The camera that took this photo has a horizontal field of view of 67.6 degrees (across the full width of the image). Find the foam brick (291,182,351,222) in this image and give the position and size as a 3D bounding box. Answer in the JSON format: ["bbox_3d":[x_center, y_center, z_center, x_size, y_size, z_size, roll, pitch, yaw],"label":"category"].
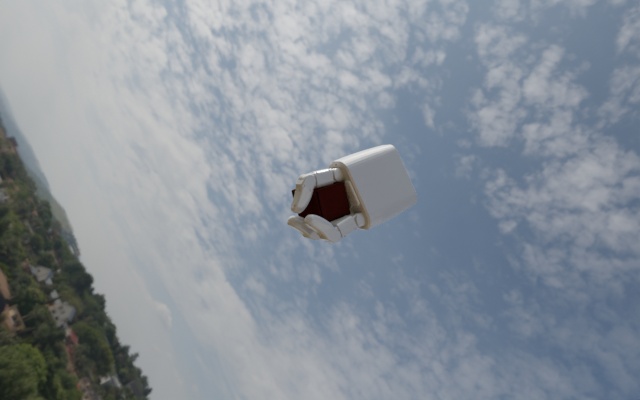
[{"bbox_3d":[0.000,0.002,0.739,0.051,0.053,0.078,-21,14,-28],"label":"foam brick"}]
